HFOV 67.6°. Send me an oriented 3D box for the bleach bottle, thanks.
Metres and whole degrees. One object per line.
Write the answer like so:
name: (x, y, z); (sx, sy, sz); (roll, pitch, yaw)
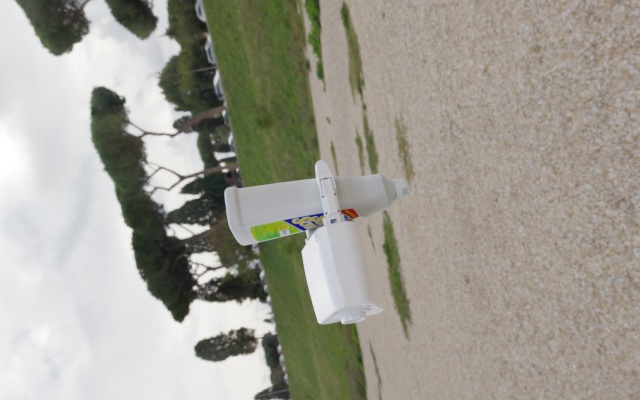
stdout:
bleach bottle: (0.000, 0.002, 0.675); (0.251, 0.068, 0.103); (-11, -23, -2)
